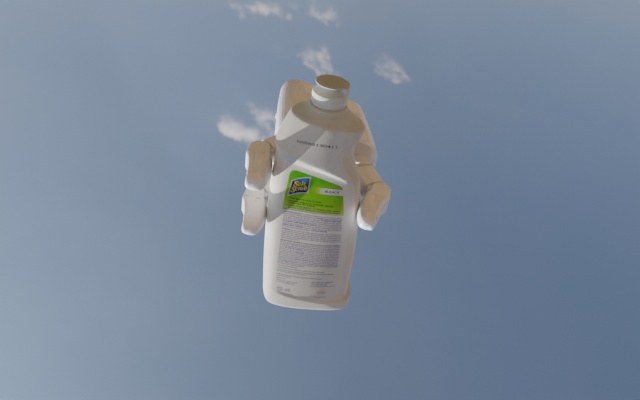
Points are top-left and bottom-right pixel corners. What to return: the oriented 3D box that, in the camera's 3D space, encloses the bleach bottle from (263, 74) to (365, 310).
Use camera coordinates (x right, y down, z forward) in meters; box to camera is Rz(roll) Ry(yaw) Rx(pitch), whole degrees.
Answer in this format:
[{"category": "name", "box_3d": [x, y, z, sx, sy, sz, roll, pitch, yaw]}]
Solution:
[{"category": "bleach bottle", "box_3d": [0.000, 0.002, 0.468, 0.102, 0.251, 0.068, 5, 38, -8]}]
